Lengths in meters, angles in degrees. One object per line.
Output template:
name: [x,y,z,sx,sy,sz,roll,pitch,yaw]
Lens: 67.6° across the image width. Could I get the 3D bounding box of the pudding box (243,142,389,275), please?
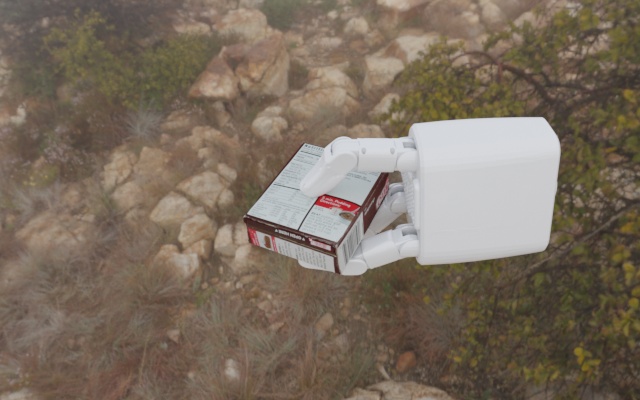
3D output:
pudding box: [0.000,0.001,0.421,0.090,0.039,0.113,16,46,22]
